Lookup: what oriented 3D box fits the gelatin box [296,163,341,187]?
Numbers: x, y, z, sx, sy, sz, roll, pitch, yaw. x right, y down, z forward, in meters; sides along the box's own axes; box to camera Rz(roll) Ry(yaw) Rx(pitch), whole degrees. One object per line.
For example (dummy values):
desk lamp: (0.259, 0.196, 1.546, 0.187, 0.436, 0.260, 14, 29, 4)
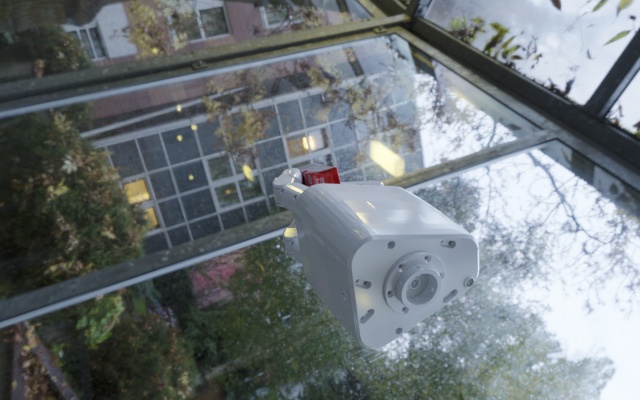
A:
gelatin box: (0.000, 0.001, 0.494, 0.030, 0.073, 0.089, -15, 11, -12)
